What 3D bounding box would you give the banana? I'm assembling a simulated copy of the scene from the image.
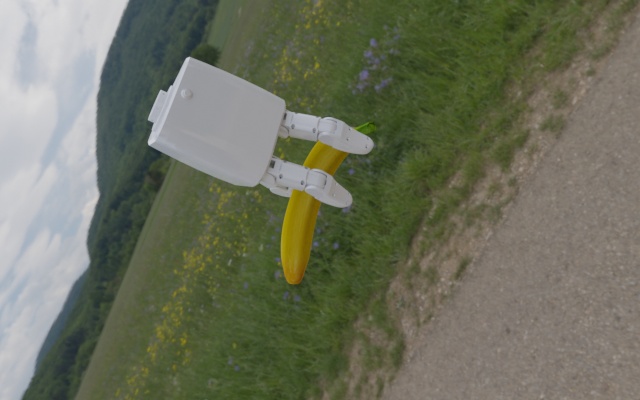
[{"bbox_3d":[-0.007,-0.005,0.541,0.037,0.198,0.069,24,1,-30],"label":"banana"}]
